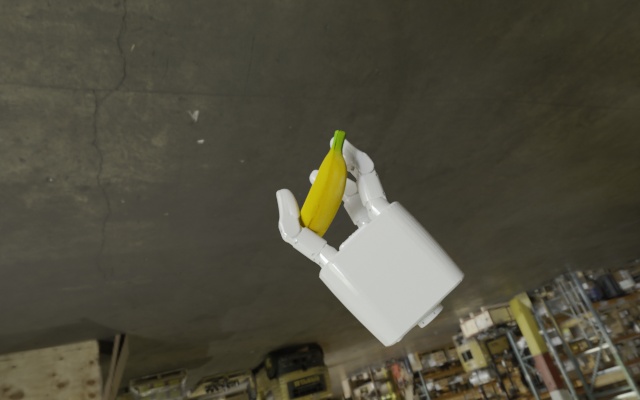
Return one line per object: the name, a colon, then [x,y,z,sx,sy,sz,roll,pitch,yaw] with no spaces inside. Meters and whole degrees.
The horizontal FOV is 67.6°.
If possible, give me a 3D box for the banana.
banana: [-0.004,0.013,0.550,0.037,0.069,0.198,23,-42,-3]
